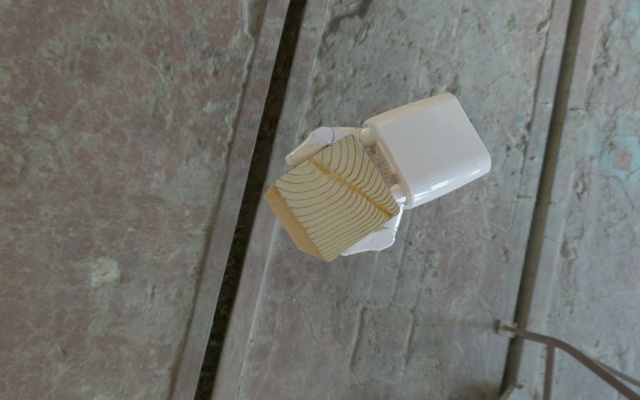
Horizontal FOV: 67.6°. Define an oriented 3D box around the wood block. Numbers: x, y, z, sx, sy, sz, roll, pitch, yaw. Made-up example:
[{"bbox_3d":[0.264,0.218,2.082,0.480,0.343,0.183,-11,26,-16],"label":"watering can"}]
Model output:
[{"bbox_3d":[0.000,0.001,0.539,0.090,0.091,0.206,-33,3,-10],"label":"wood block"}]
